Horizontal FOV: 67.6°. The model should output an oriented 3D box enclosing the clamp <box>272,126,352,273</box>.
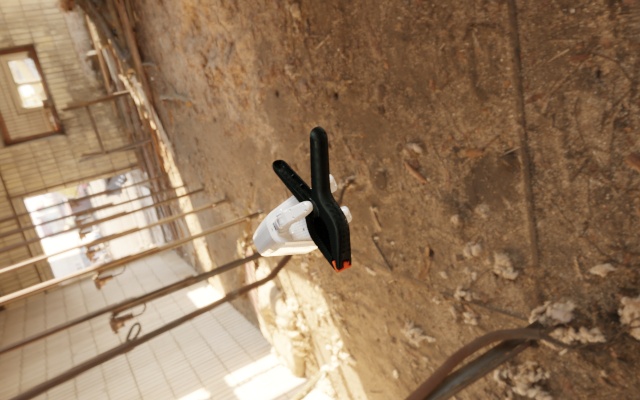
[{"bbox_3d":[0.000,0.003,0.708,0.036,0.210,0.165,-20,-10,-29],"label":"clamp"}]
